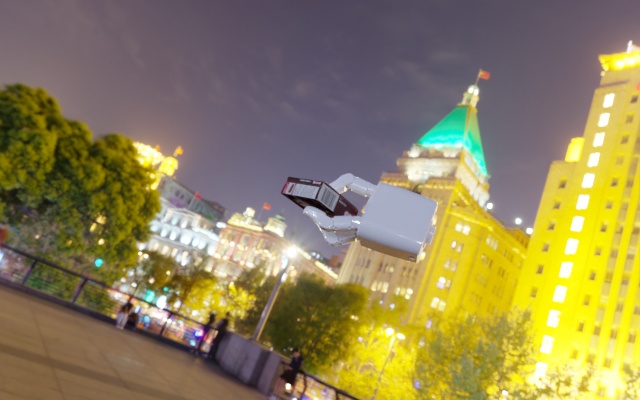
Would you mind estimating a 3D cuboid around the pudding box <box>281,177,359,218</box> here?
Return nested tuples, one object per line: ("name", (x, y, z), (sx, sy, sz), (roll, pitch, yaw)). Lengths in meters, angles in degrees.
("pudding box", (0.000, 0.003, 0.836), (0.090, 0.039, 0.113), (9, -22, 43))
